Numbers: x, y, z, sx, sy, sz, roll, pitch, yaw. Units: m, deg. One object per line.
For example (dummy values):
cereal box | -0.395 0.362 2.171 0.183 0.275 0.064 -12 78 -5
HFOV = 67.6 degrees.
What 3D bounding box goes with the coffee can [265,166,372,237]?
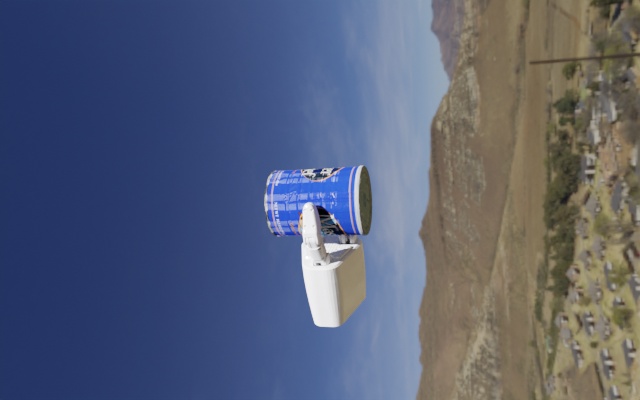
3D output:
coffee can | 0.000 0.002 0.719 0.140 0.103 0.103 -2 -1 16
